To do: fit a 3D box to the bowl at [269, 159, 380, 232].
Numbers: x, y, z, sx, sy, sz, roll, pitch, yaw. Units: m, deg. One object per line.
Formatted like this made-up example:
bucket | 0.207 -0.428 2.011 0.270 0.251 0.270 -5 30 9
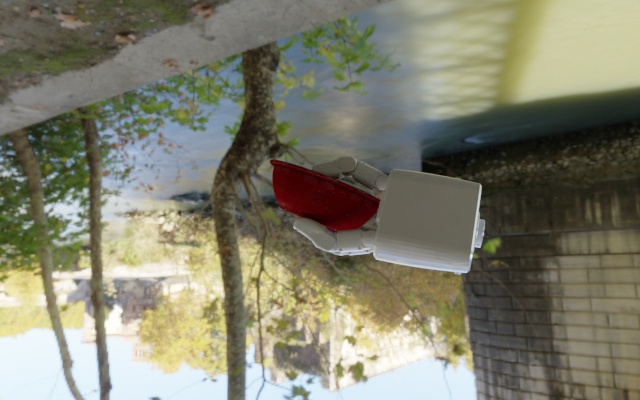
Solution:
bowl | -0.001 0.002 0.621 0.162 0.055 0.162 22 -3 1
